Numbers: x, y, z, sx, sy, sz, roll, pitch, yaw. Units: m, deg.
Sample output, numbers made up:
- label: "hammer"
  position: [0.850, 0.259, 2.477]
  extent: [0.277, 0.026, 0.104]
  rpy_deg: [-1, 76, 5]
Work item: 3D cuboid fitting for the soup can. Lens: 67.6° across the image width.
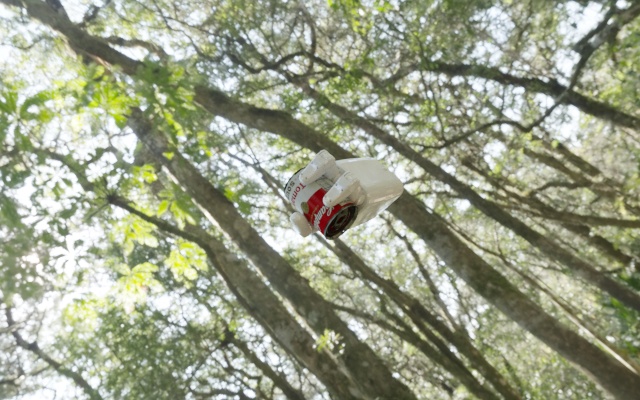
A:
- label: "soup can"
  position: [0.000, 0.002, 0.732]
  extent: [0.102, 0.068, 0.068]
  rpy_deg: [44, 24, 27]
